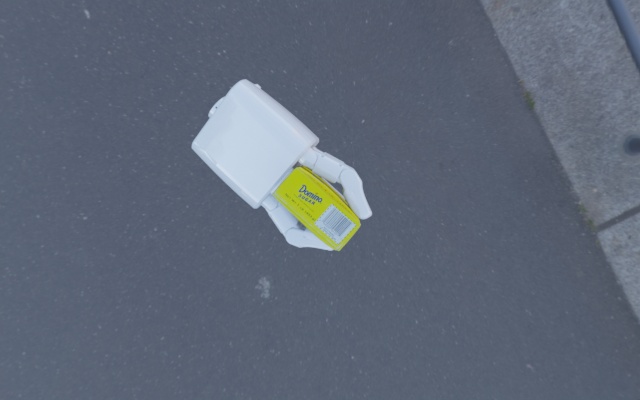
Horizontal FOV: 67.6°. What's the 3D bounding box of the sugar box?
[{"bbox_3d":[0.000,0.001,0.578,0.093,0.048,0.176,42,8,-2],"label":"sugar box"}]
